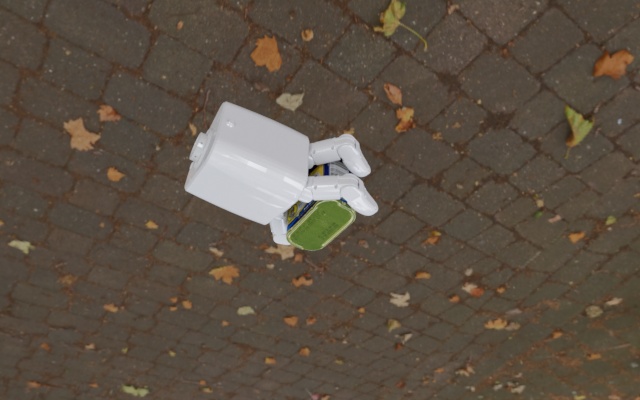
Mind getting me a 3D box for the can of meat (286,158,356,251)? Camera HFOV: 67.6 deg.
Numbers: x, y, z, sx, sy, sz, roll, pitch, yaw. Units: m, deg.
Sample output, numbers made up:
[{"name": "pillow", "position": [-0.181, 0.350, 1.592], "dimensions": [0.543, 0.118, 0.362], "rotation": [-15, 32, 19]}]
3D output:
[{"name": "can of meat", "position": [0.000, 0.002, 0.587], "dimensions": [0.057, 0.083, 0.102], "rotation": [25, -48, -23]}]
